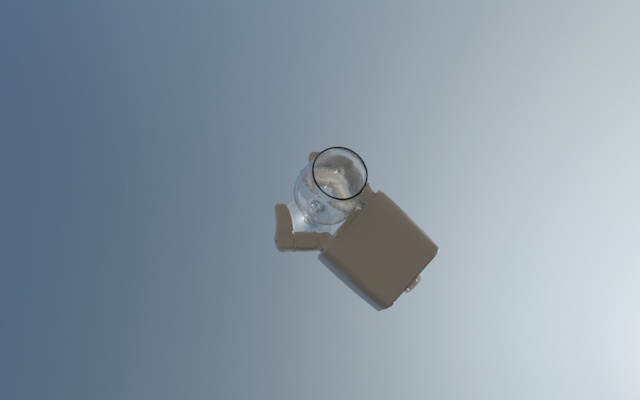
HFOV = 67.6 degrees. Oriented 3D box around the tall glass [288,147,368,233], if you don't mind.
[{"bbox_3d":[0.000,0.002,0.599,0.079,0.079,0.201,0,-19,-13],"label":"tall glass"}]
